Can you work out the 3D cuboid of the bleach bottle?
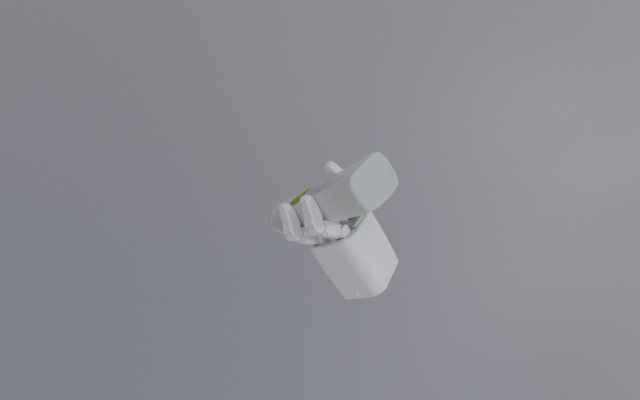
[{"bbox_3d":[0.000,0.003,0.770,0.251,0.068,0.102,-21,16,48],"label":"bleach bottle"}]
